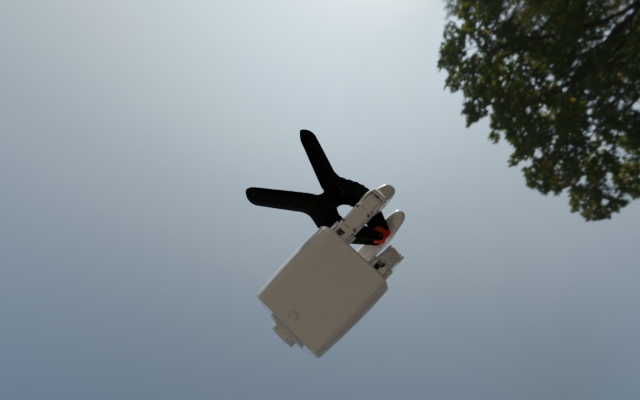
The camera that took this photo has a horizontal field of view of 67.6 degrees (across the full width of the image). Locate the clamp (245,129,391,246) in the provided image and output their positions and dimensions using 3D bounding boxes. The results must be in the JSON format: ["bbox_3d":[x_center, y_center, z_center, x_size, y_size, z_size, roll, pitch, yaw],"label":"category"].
[{"bbox_3d":[0.000,0.002,0.565,0.120,0.171,0.039,-43,-14,-17],"label":"clamp"}]
